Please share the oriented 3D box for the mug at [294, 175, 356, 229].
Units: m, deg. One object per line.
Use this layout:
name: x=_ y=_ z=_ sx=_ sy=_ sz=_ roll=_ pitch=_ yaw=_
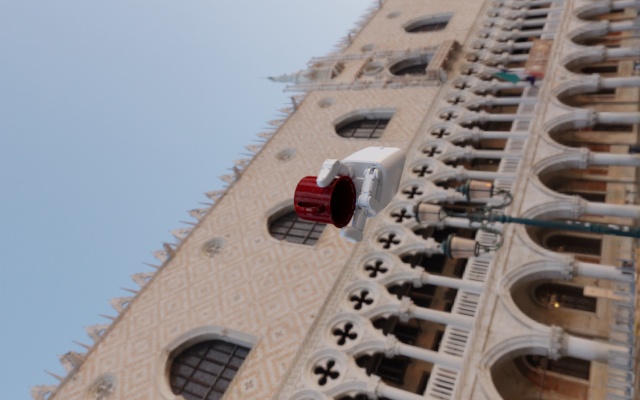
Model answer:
mug: x=-0.001 y=0.003 z=0.837 sx=0.081 sy=0.093 sz=0.117 roll=7 pitch=22 yaw=32
